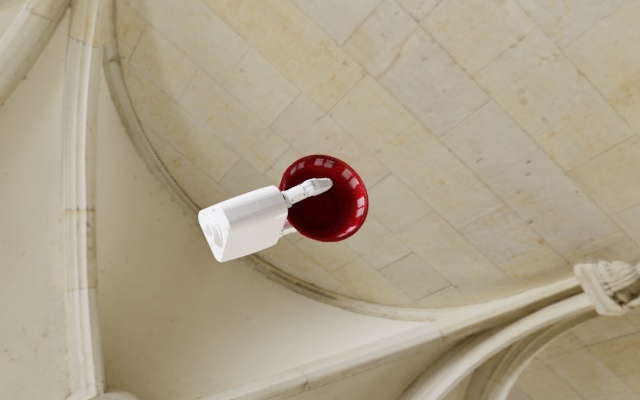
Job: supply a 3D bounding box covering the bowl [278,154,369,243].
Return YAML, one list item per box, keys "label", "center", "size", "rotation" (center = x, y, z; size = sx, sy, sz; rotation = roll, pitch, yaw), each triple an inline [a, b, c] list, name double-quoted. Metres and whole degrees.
- label: "bowl"
  center: [0.001, 0.003, 0.837]
  size: [0.162, 0.162, 0.055]
  rotation: [0, -21, -18]
